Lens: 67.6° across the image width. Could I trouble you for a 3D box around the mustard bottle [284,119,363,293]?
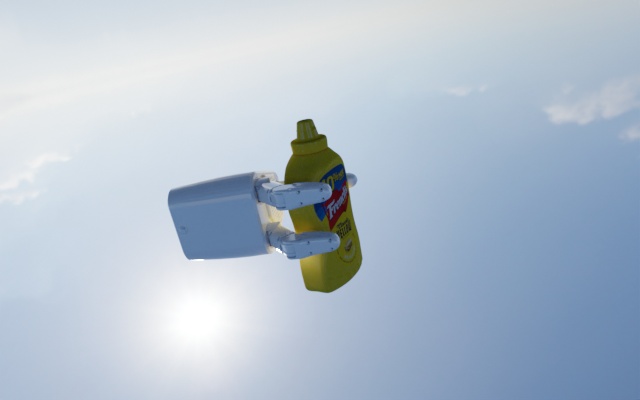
[{"bbox_3d":[0.000,0.002,0.548,0.058,0.192,0.096,1,23,33],"label":"mustard bottle"}]
